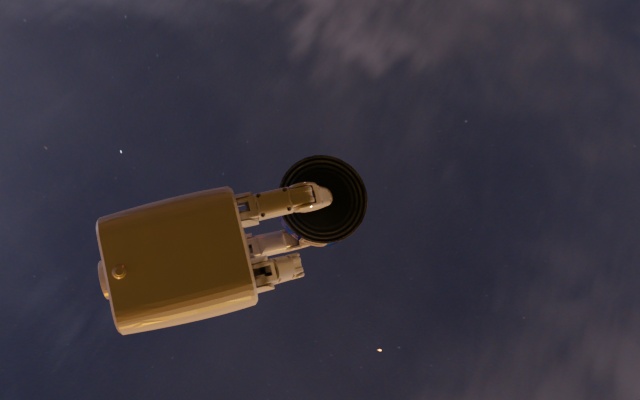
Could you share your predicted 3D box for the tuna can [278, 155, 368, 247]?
[{"bbox_3d":[0.000,0.002,0.465,0.086,0.086,0.034,0,-12,-10],"label":"tuna can"}]
